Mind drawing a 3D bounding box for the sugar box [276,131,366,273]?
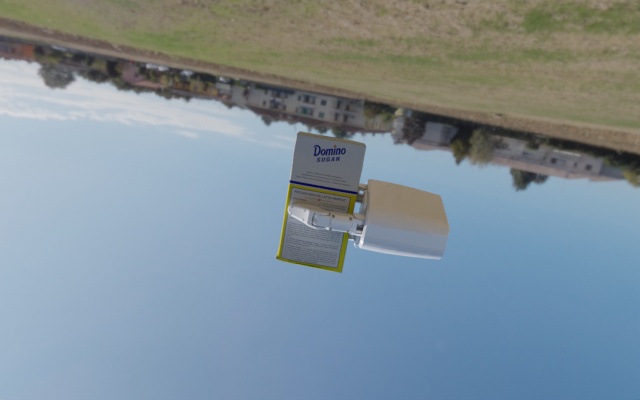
[{"bbox_3d":[0.000,0.002,0.642,0.093,0.176,0.048,11,11,0],"label":"sugar box"}]
